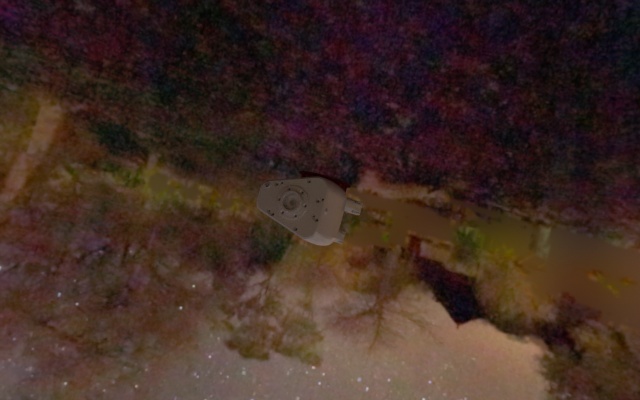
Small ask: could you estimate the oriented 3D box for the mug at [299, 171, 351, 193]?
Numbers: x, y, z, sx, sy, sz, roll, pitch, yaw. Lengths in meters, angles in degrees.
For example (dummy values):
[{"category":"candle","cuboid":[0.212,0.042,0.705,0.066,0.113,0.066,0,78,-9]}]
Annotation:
[{"category":"mug","cuboid":[0.000,0.003,0.842,0.093,0.081,0.117,15,-5,17]}]
